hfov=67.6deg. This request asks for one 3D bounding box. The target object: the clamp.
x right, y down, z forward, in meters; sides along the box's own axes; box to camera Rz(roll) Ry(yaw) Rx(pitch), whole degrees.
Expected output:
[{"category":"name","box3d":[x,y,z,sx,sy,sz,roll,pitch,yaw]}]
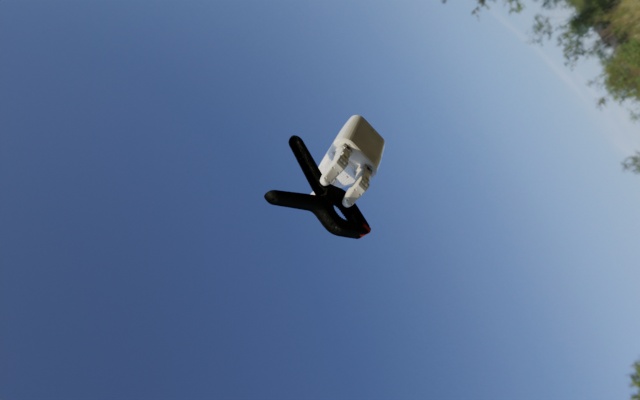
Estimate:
[{"category":"clamp","box3d":[0.000,0.003,0.804,0.036,0.210,0.164,-34,19,38]}]
